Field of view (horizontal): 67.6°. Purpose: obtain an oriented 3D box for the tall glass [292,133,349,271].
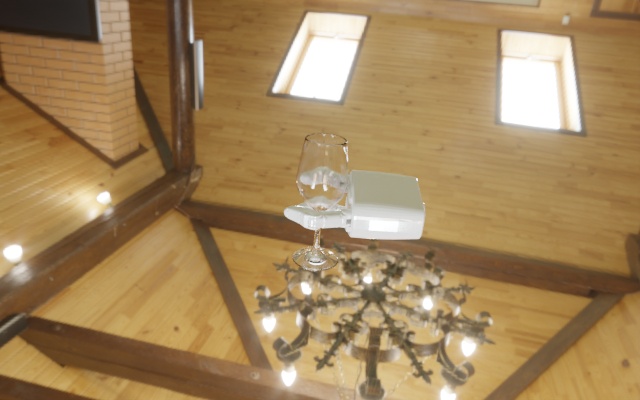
[{"bbox_3d":[0.000,0.003,0.729,0.079,0.201,0.079,4,23,-2],"label":"tall glass"}]
